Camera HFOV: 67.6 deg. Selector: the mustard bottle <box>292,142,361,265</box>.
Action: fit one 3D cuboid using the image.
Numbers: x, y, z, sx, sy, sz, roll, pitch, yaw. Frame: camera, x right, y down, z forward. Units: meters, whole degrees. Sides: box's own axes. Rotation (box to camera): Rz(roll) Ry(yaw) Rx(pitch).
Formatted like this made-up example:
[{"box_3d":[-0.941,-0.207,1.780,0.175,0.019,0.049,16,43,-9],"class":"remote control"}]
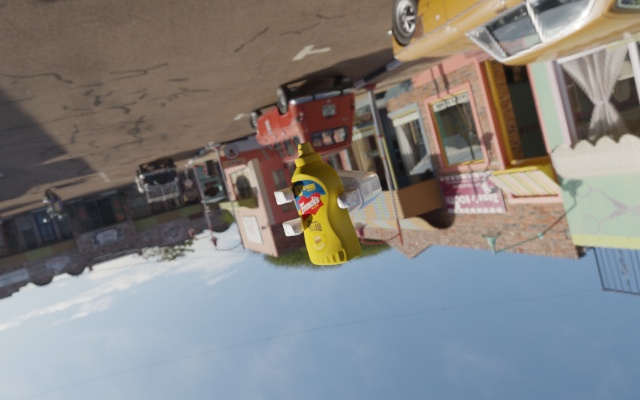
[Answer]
[{"box_3d":[0.000,0.003,0.748,0.058,0.191,0.096,-19,5,-38],"class":"mustard bottle"}]
